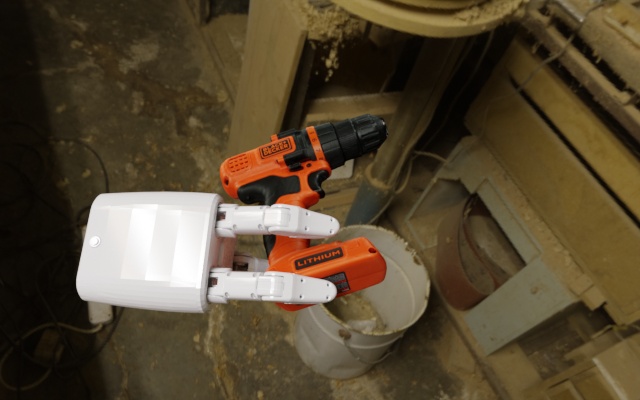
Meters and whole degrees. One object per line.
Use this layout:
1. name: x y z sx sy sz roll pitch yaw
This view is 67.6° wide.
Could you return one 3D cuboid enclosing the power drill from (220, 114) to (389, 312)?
1. power drill: 0.000 0.002 0.468 0.184 0.187 0.057 -20 -40 2
